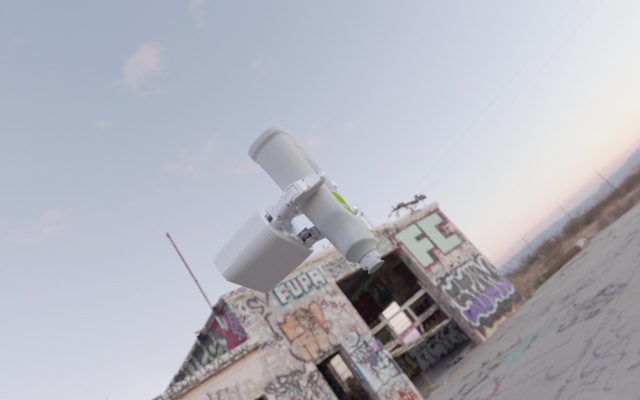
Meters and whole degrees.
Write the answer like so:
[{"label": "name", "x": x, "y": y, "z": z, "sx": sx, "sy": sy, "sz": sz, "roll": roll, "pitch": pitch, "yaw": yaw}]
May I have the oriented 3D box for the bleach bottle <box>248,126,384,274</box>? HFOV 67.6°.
[{"label": "bleach bottle", "x": 0.000, "y": 0.002, "z": 0.700, "sx": 0.068, "sy": 0.250, "sz": 0.102, "roll": -45, "pitch": -23, "yaw": 12}]
